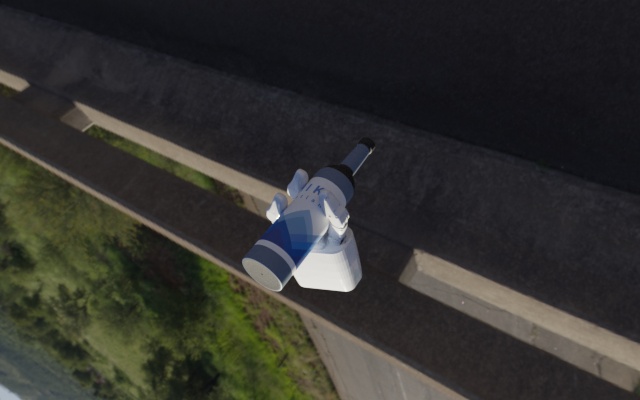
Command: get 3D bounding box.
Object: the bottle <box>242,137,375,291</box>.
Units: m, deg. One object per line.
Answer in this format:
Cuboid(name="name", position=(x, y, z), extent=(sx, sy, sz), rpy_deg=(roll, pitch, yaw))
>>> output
Cuboid(name="bottle", position=(0.000, 0.002, 0.716), extent=(0.069, 0.069, 0.295), rpy_deg=(0, 41, 46))
